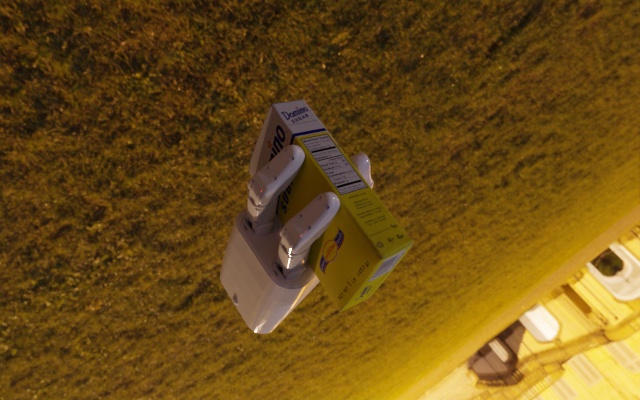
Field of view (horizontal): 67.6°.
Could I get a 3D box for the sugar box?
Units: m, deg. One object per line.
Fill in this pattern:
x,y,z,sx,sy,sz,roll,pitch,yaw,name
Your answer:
0.000,0.002,0.434,0.048,0.176,0.093,-19,-29,-37,sugar box
